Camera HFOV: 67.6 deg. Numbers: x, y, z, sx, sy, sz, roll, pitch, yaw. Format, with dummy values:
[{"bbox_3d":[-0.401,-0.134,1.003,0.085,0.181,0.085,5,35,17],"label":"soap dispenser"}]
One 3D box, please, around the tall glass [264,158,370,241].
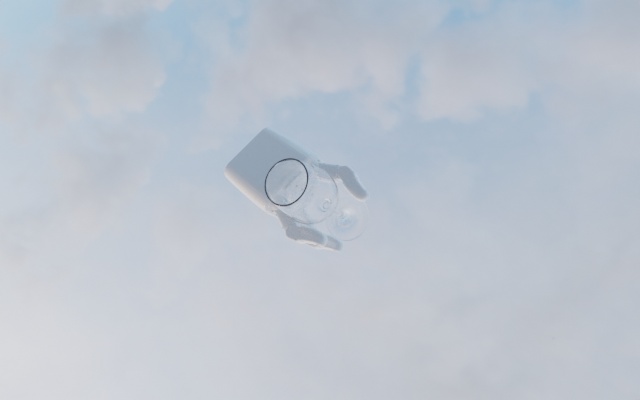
[{"bbox_3d":[0.001,0.002,0.668,0.079,0.079,0.201,0,-15,26],"label":"tall glass"}]
